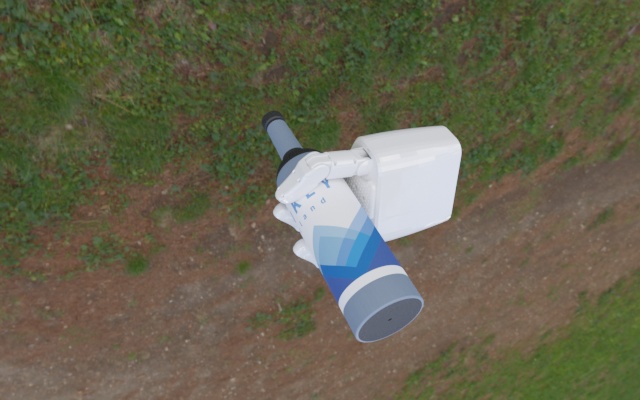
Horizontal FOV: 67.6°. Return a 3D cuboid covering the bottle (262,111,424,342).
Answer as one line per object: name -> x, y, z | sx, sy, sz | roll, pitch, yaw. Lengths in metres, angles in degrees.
bottle -> 0.000, 0.002, 0.496 | 0.069, 0.069, 0.295 | 0, 43, -34
